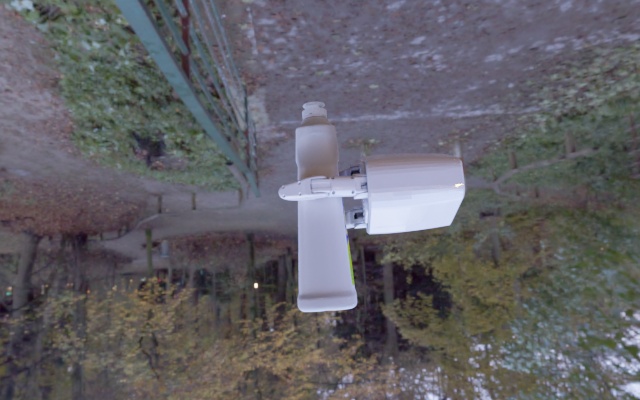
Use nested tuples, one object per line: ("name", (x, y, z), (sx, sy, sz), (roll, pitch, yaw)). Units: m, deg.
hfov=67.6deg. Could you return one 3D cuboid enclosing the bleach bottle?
("bleach bottle", (0.000, 0.002, 0.577), (0.068, 0.251, 0.102), (-4, -8, 1))
